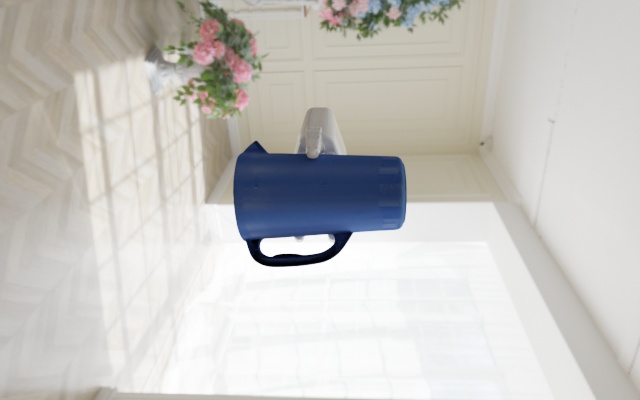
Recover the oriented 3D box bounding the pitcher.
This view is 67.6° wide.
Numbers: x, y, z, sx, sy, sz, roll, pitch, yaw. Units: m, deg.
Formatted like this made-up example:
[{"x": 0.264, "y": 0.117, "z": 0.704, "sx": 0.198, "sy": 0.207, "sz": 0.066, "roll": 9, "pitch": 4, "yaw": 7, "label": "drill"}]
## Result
[{"x": 0.000, "y": 0.002, "z": 0.703, "sx": 0.243, "sy": 0.149, "sz": 0.145, "roll": -1, "pitch": 38, "yaw": 4, "label": "pitcher"}]
